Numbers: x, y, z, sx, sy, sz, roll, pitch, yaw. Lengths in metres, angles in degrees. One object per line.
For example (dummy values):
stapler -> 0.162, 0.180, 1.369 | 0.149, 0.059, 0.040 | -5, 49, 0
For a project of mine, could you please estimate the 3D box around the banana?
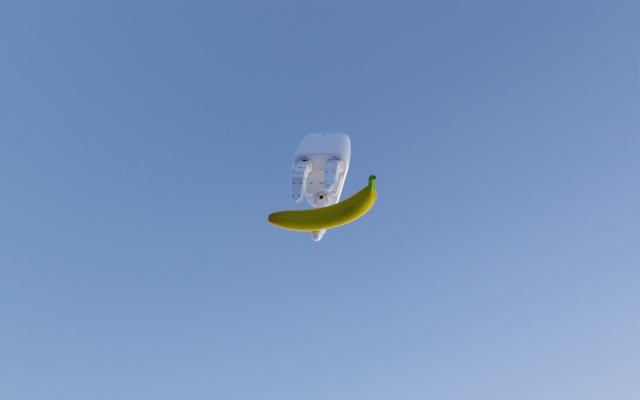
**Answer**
banana -> 0.012, 0.015, 0.771 | 0.198, 0.070, 0.037 | -22, 28, 21
